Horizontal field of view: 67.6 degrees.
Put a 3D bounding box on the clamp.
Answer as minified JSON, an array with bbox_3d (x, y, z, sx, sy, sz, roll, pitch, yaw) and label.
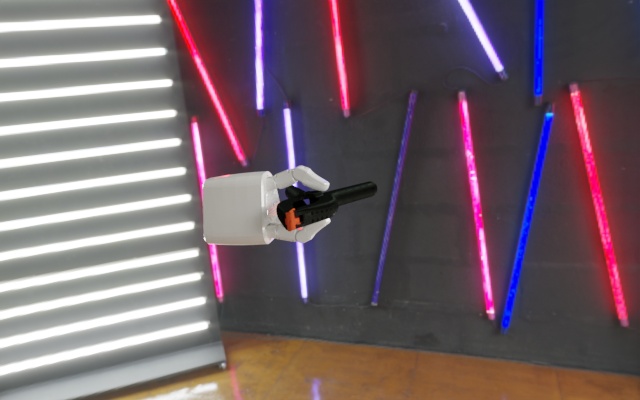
[{"bbox_3d":[0.000,0.002,0.745,0.164,0.036,0.210,-5,13,13],"label":"clamp"}]
